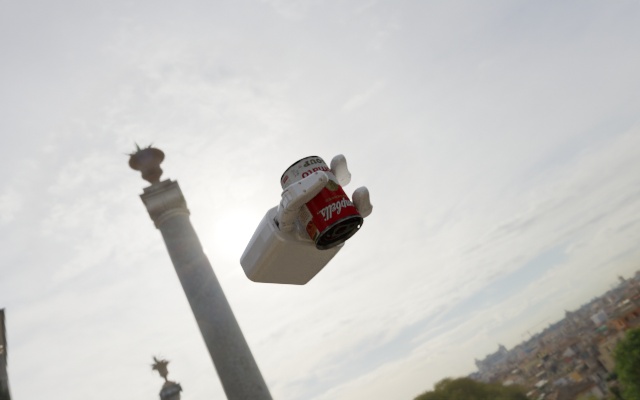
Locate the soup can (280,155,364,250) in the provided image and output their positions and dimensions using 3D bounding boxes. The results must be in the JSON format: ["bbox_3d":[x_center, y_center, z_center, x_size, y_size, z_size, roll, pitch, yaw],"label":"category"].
[{"bbox_3d":[0.000,0.001,0.603,0.068,0.102,0.068,-25,-26,-13],"label":"soup can"}]
